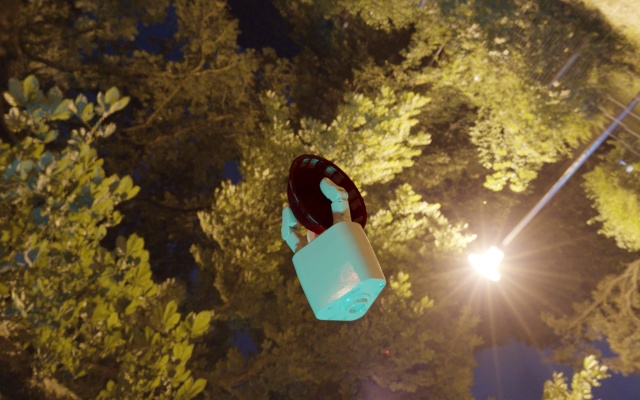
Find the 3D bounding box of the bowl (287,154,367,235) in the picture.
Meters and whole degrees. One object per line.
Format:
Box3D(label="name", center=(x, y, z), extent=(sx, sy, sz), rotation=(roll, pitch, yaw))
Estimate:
Box3D(label="bowl", center=(0.000, 0.002, 0.796), extent=(0.162, 0.162, 0.055), rotation=(0, -32, -46))
